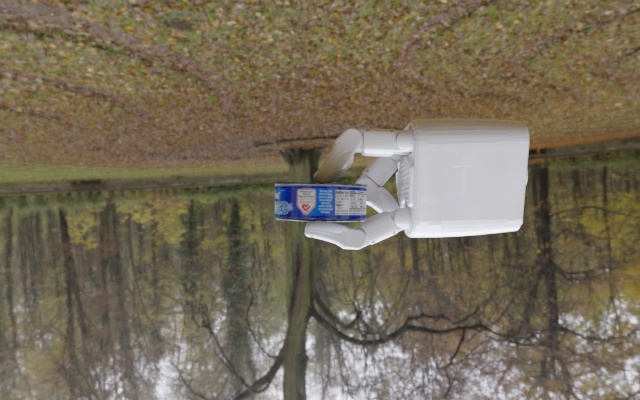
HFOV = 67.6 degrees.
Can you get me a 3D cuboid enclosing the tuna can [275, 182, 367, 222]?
[{"bbox_3d":[0.000,0.002,0.441,0.086,0.034,0.086,1,0,0],"label":"tuna can"}]
